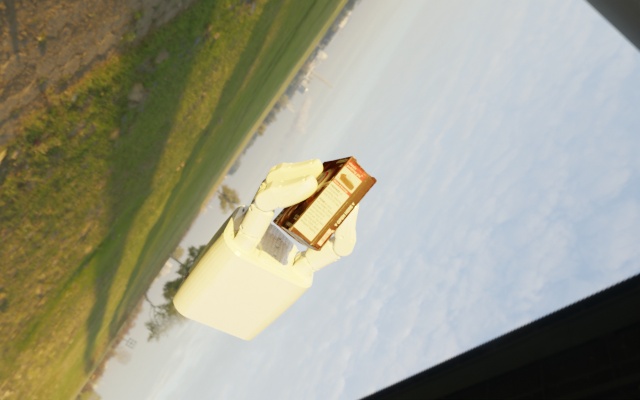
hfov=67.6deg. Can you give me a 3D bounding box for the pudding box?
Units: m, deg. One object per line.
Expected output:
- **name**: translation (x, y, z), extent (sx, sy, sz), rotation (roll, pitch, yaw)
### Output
- **pudding box**: translation (0.000, 0.002, 0.481), extent (0.039, 0.090, 0.113), rotation (41, -7, -13)
